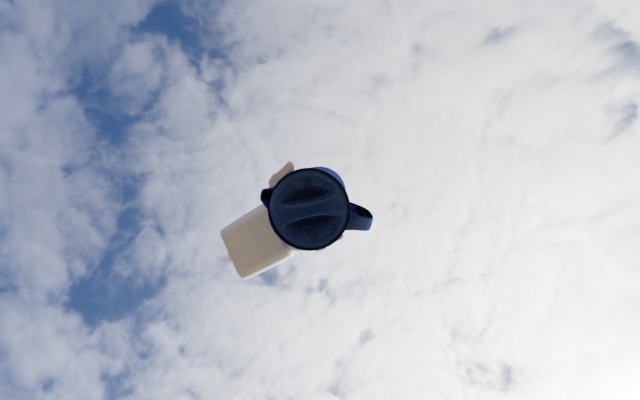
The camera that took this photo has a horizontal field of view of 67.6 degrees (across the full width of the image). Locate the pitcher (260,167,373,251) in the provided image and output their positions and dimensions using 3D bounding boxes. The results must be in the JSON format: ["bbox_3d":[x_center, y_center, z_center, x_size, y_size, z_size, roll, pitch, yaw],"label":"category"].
[{"bbox_3d":[0.000,0.003,0.867,0.145,0.149,0.243,-30,5,8],"label":"pitcher"}]
